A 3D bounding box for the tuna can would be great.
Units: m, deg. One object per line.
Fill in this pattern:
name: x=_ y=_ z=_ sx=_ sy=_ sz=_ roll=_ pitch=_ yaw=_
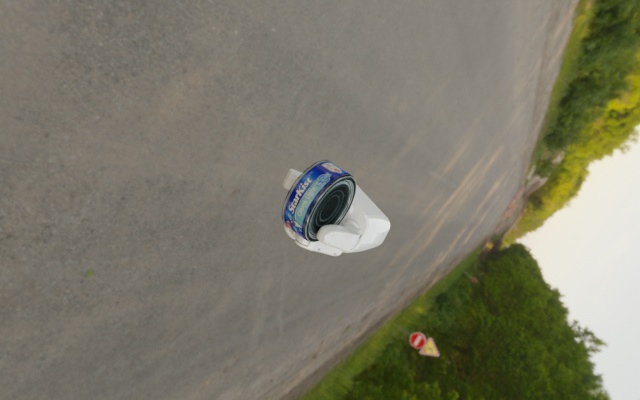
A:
tuna can: x=0.000 y=0.002 z=0.512 sx=0.033 sy=0.086 sz=0.086 roll=35 pitch=16 yaw=25
